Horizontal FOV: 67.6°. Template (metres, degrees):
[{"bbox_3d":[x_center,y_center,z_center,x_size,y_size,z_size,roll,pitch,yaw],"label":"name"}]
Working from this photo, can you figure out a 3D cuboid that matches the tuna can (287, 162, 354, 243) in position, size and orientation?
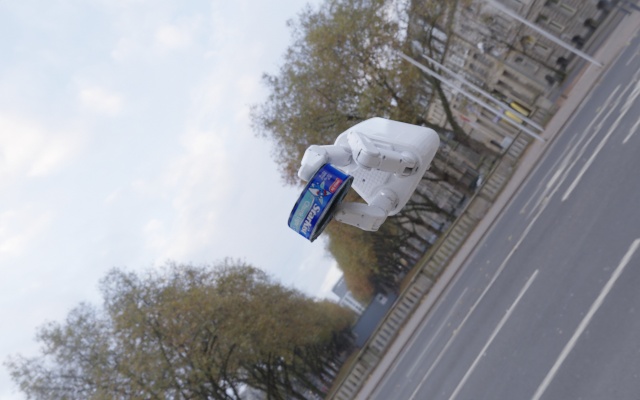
[{"bbox_3d":[0.000,0.001,0.522,0.034,0.086,0.086,33,5,8],"label":"tuna can"}]
